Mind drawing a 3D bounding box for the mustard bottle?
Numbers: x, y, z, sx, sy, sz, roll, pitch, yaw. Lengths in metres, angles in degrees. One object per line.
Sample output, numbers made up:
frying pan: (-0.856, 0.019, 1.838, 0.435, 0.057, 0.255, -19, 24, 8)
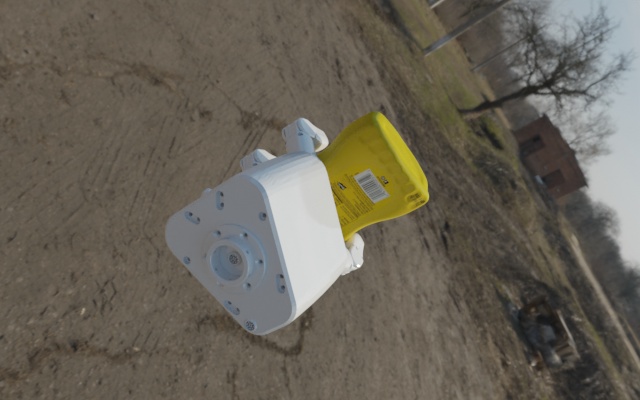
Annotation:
mustard bottle: (0.000, 0.001, 0.464, 0.192, 0.096, 0.058, -29, 25, 24)
